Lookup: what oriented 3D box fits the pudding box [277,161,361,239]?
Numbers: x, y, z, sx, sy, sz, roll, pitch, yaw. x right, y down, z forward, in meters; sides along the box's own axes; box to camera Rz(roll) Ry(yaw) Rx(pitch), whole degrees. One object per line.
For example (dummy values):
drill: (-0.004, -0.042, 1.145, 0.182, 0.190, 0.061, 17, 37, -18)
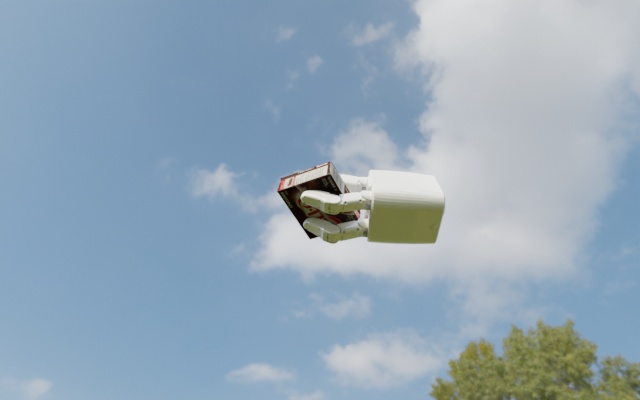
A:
pudding box: (0.000, 0.002, 0.734, 0.090, 0.113, 0.039, -18, 34, 20)
